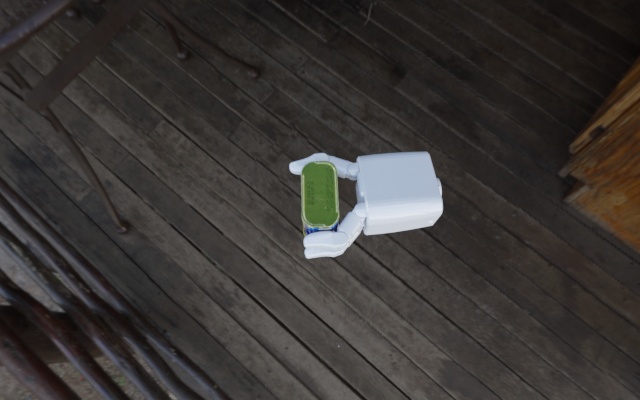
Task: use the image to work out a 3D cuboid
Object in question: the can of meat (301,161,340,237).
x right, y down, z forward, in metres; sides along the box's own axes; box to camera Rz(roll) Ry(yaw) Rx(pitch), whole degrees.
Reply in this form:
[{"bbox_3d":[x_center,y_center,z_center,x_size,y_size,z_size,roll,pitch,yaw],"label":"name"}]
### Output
[{"bbox_3d":[0.000,0.002,0.690,0.057,0.102,0.084,-2,-17,0],"label":"can of meat"}]
